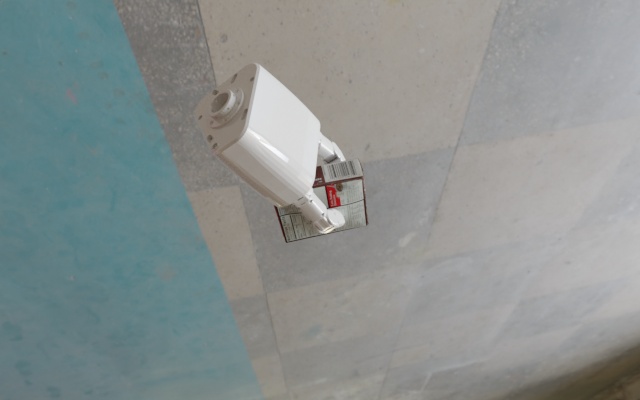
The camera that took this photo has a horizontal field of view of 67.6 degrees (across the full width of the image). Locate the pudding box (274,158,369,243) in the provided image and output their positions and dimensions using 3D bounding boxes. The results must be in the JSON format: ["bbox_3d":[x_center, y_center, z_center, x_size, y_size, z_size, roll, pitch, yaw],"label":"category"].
[{"bbox_3d":[0.000,0.002,0.592,0.113,0.039,0.090,-10,-44,0],"label":"pudding box"}]
